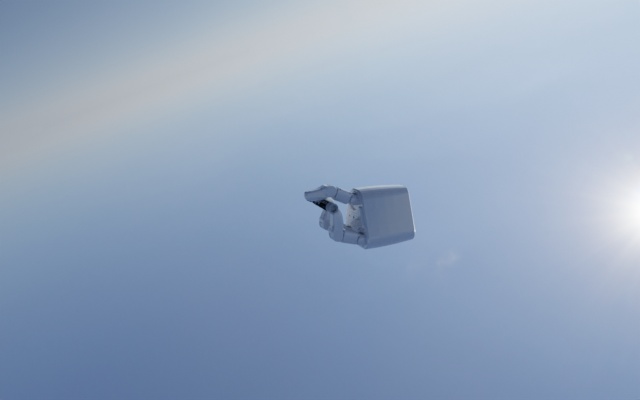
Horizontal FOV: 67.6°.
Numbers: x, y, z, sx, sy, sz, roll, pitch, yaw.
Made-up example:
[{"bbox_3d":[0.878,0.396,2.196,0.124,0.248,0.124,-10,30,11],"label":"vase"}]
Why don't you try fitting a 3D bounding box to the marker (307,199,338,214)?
[{"bbox_3d":[0.000,0.003,0.884,0.020,0.020,0.121,0,11,-23],"label":"marker"}]
